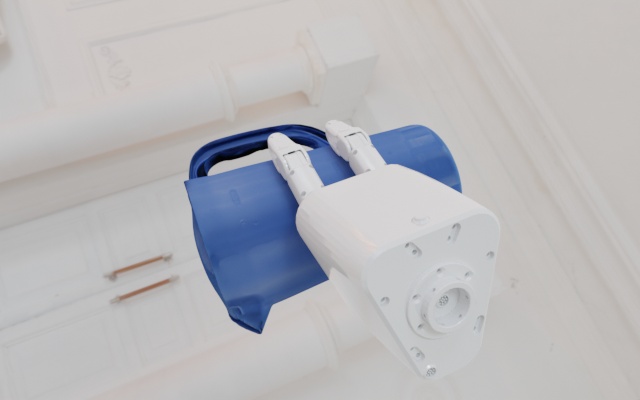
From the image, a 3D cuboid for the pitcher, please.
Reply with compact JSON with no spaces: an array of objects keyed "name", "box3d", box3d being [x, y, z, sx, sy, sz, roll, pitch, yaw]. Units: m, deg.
[{"name":"pitcher","box3d":[0.000,0.002,0.455,0.243,0.149,0.145,-19,21,-15]}]
